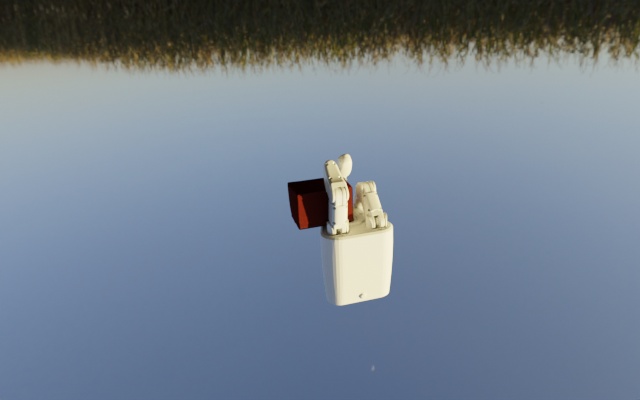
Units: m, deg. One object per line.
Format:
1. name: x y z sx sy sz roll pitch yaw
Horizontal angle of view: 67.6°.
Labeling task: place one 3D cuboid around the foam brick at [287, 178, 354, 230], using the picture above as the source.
1. foam brick: 0.000 0.002 0.643 0.078 0.051 0.053 -8 23 -14
